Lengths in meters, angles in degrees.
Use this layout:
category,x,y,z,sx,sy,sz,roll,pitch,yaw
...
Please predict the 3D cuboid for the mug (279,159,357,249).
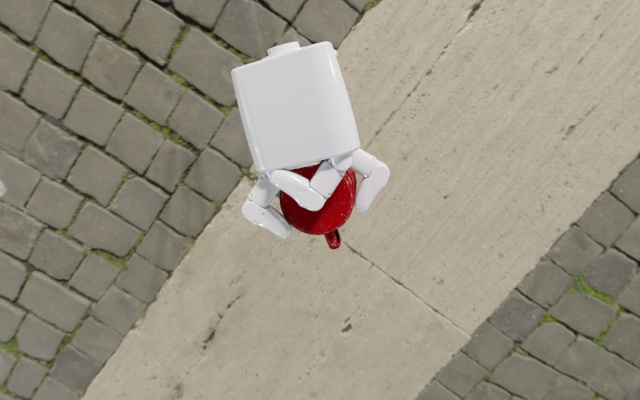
category,x,y,z,sx,sy,sz,roll,pitch,yaw
mug,0.000,0.003,0.550,0.093,0.117,0.081,-14,13,5
